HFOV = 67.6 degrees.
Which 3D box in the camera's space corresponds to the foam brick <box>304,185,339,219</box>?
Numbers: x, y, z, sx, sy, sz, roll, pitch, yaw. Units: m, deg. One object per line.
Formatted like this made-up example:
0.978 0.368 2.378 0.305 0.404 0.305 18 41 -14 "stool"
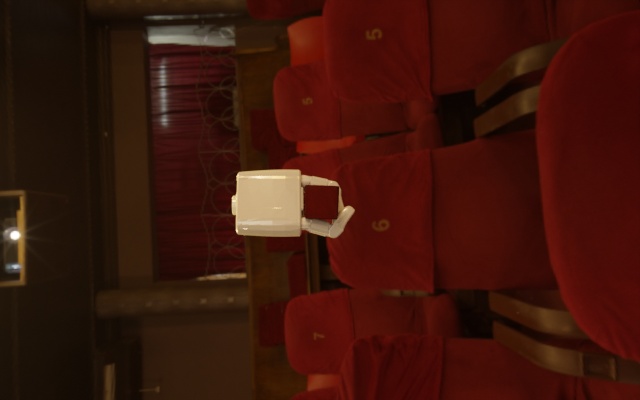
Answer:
0.000 0.002 0.762 0.051 0.053 0.078 2 0 -3 "foam brick"
